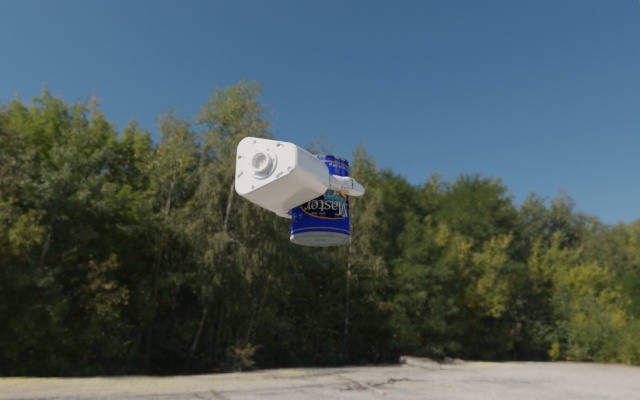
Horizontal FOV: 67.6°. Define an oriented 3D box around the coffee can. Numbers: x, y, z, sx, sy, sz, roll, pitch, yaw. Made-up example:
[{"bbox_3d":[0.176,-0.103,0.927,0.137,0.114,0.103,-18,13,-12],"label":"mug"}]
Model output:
[{"bbox_3d":[0.000,0.003,0.835,0.103,0.140,0.103,0,-15,0],"label":"coffee can"}]
